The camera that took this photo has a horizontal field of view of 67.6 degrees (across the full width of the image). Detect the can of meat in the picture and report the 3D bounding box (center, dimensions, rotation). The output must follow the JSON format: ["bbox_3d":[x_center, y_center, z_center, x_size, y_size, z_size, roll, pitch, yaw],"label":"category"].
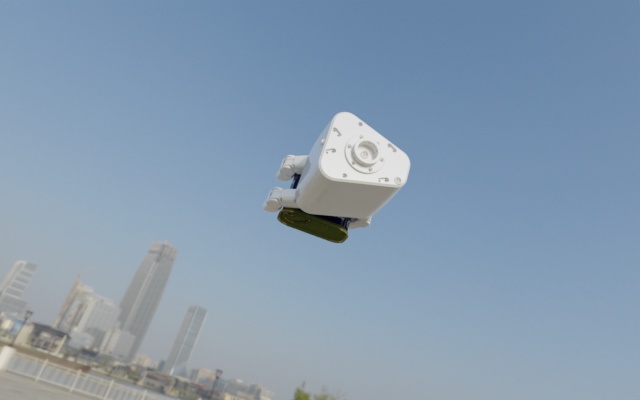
[{"bbox_3d":[0.000,0.002,0.684,0.102,0.084,0.057,20,-24,-5],"label":"can of meat"}]
